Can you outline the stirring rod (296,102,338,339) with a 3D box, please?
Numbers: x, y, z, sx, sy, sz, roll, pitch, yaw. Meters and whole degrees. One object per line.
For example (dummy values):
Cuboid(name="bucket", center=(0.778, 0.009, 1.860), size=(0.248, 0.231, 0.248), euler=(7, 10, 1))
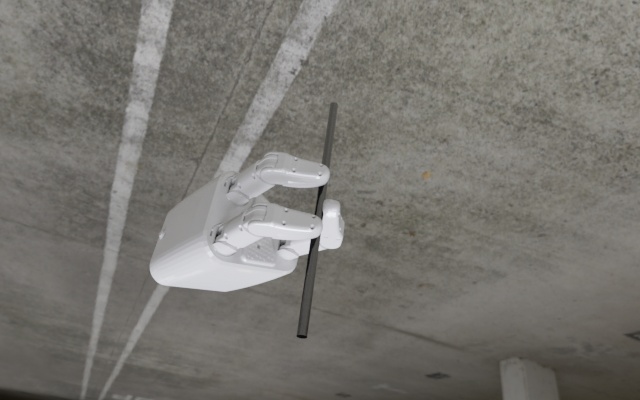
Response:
Cuboid(name="stirring rod", center=(0.000, 0.001, 0.416), size=(0.011, 0.239, 0.011), euler=(5, -35, 4))
